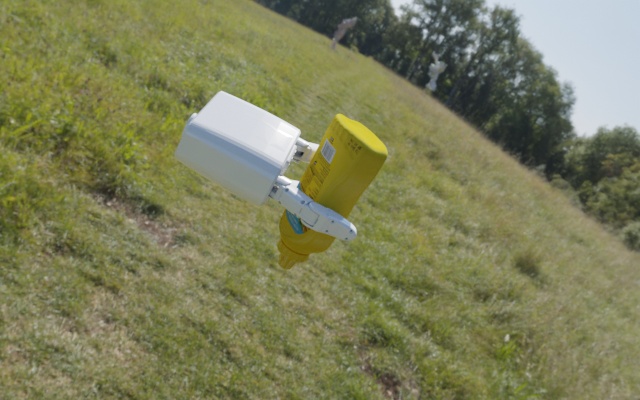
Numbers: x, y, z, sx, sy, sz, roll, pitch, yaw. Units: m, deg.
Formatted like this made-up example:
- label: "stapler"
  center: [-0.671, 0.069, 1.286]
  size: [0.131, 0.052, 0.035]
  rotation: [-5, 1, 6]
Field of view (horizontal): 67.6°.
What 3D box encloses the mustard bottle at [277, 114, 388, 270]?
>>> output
- label: "mustard bottle"
  center: [0.001, 0.002, 0.553]
  size: [0.058, 0.192, 0.096]
  rotation: [19, 23, -30]
